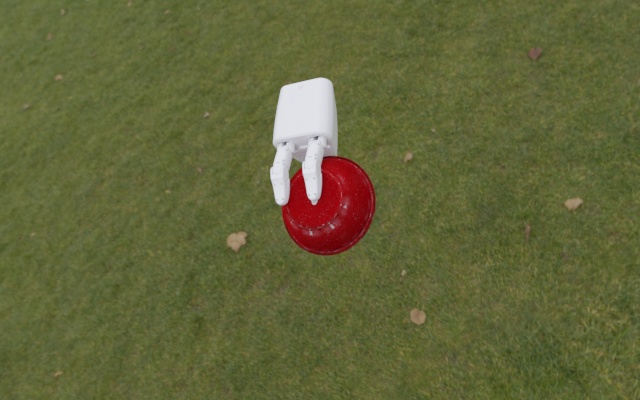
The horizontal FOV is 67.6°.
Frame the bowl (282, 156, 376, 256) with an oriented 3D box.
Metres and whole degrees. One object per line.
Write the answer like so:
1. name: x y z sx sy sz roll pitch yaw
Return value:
1. bowl: 0.000 0.004 0.734 0.162 0.162 0.055 0 -10 24
